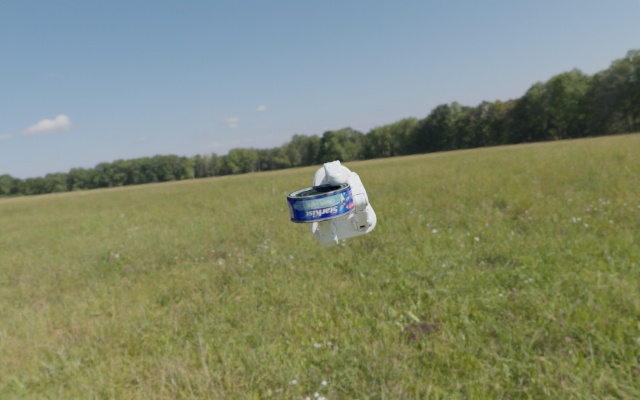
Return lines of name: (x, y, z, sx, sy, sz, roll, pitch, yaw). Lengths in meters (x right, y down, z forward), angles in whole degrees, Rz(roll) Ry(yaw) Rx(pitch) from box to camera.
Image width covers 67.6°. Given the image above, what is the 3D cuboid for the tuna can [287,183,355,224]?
tuna can: (0.000, 0.001, 0.620, 0.086, 0.034, 0.086, -10, 10, 2)
